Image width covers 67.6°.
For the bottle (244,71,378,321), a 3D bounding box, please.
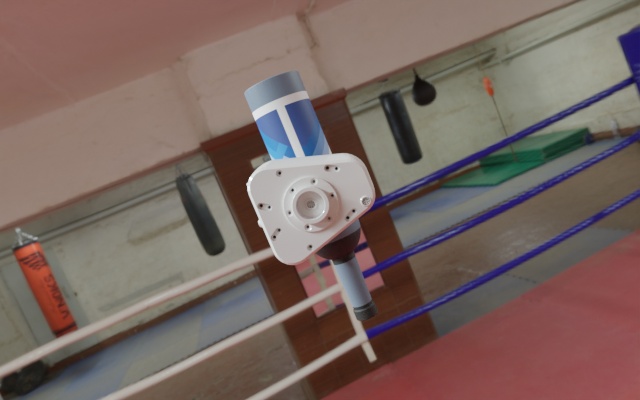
[{"bbox_3d":[0.000,0.002,0.555,0.069,0.296,0.069,-22,5,2],"label":"bottle"}]
